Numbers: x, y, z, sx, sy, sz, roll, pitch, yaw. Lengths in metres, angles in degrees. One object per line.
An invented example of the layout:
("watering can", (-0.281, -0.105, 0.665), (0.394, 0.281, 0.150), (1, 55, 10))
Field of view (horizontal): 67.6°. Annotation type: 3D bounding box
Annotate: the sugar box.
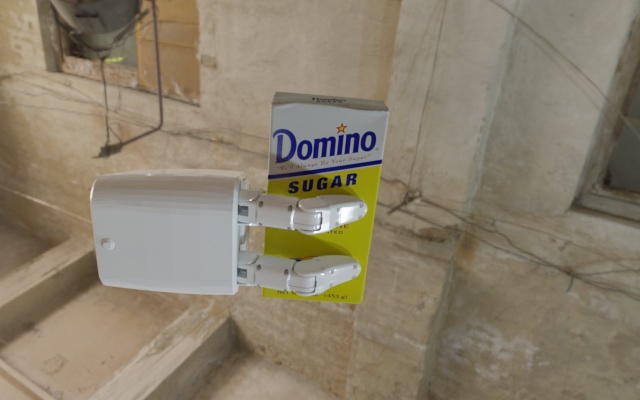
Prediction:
("sugar box", (0.000, 0.002, 0.408), (0.093, 0.176, 0.048), (3, 25, -3))
